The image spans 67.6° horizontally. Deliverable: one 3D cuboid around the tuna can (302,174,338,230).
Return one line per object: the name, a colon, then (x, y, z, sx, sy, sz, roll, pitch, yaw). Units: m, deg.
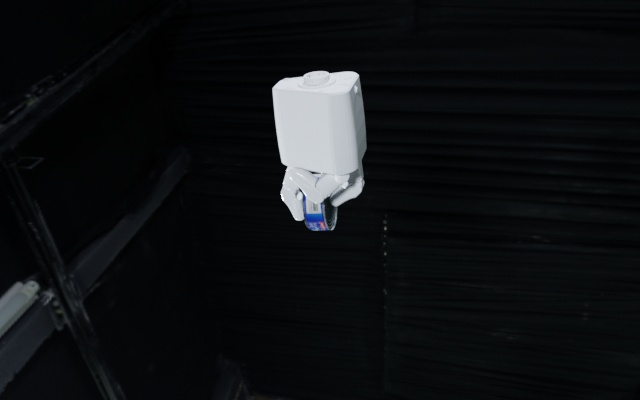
tuna can: (0.000, 0.002, 0.715, 0.034, 0.086, 0.086, -2, -1, 15)
